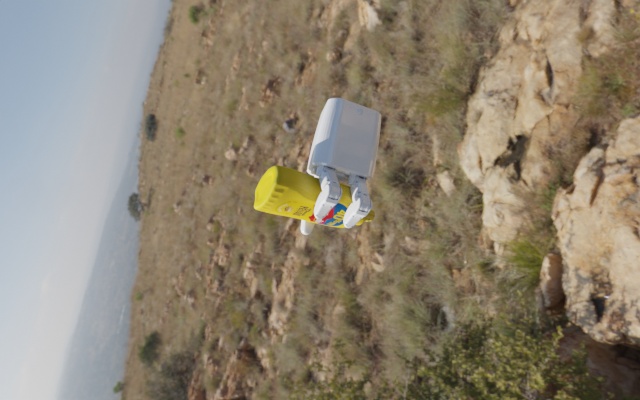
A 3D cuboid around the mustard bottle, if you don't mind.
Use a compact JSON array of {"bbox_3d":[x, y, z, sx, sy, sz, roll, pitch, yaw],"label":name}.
[{"bbox_3d":[0.000,0.003,0.747,0.191,0.058,0.096,14,-33,-23],"label":"mustard bottle"}]
